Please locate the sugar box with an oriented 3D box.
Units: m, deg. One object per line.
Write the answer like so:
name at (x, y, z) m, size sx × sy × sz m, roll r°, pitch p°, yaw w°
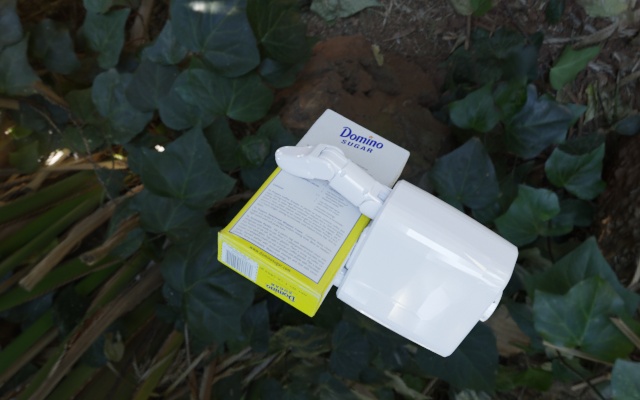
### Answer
sugar box at (0.000, 0.002, 0.414) m, size 0.093 × 0.176 × 0.048 m, roll 30°, pitch -39°, yaw 9°
